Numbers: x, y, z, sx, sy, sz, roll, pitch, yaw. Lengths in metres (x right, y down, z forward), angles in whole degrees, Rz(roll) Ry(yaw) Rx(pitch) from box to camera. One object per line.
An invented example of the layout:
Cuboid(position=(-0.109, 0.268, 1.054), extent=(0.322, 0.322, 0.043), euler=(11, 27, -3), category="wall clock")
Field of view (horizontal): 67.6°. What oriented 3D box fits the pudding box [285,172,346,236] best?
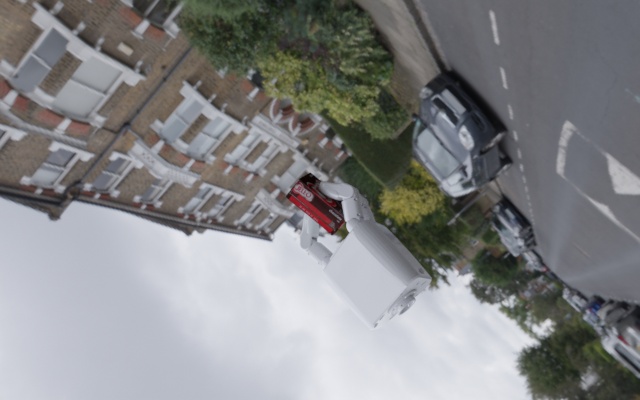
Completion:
Cuboid(position=(0.000, 0.003, 0.724), extent=(0.090, 0.039, 0.113), euler=(41, 9, 0), category="pudding box")
